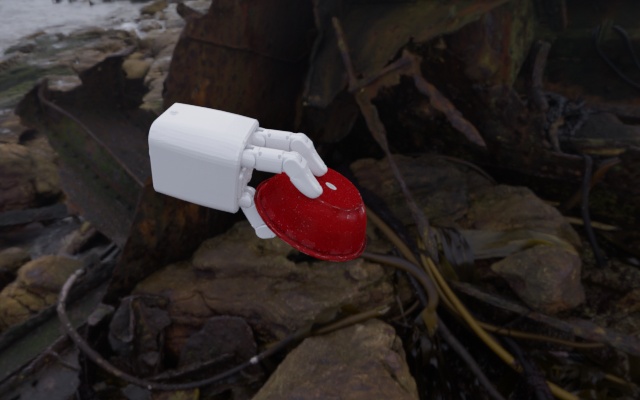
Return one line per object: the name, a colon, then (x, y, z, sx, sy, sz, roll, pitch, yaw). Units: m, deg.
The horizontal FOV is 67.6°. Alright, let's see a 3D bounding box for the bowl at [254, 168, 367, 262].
bowl: (0.001, 0.002, 0.611, 0.162, 0.055, 0.162, 23, 30, -14)
